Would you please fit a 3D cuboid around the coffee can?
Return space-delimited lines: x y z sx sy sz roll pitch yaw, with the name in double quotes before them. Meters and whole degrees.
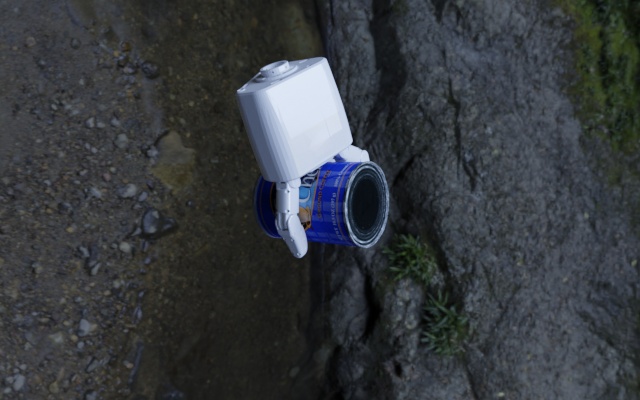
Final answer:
"coffee can" 0.000 0.002 0.600 0.140 0.103 0.103 3 2 36
